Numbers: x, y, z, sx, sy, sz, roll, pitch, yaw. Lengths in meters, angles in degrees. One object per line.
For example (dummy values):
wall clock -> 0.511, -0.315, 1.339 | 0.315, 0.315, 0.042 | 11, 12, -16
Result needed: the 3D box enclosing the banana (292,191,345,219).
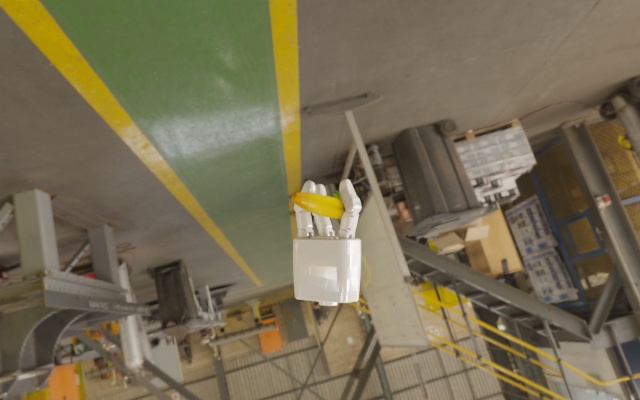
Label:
banana -> 0.018, 0.008, 0.825 | 0.069, 0.037, 0.198 | 19, 7, 21
